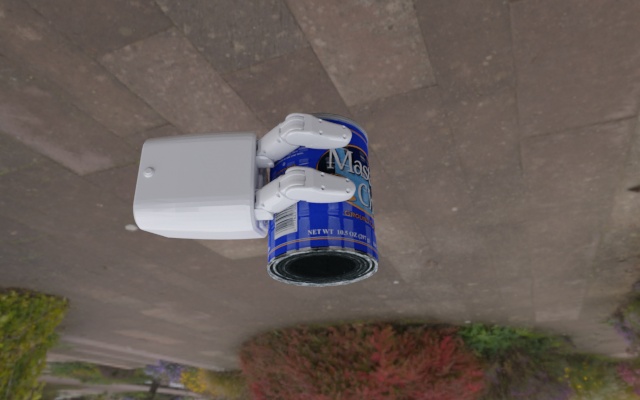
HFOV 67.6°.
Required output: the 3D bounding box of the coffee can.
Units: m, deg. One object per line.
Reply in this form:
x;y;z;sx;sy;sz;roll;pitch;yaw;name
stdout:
0.000;0.001;0.467;0.103;0.140;0.103;-2;-27;-1;coffee can
